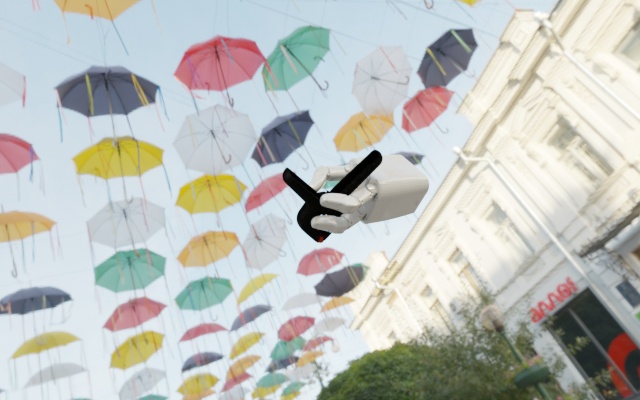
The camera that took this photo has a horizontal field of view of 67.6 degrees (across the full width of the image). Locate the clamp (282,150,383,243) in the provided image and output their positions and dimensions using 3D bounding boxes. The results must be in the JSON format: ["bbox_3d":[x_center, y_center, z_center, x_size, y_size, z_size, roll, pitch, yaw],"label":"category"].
[{"bbox_3d":[0.000,0.002,0.790,0.164,0.036,0.210,-8,-37,-25],"label":"clamp"}]
